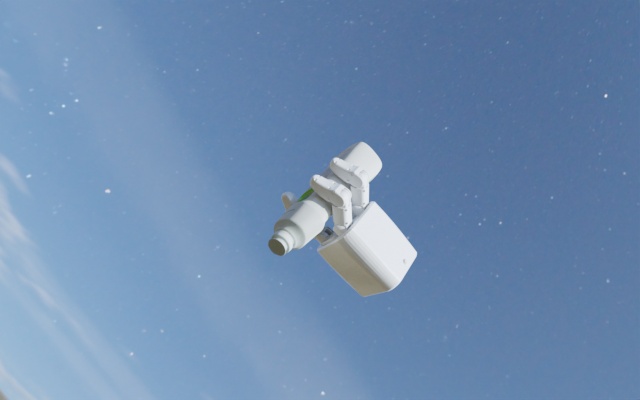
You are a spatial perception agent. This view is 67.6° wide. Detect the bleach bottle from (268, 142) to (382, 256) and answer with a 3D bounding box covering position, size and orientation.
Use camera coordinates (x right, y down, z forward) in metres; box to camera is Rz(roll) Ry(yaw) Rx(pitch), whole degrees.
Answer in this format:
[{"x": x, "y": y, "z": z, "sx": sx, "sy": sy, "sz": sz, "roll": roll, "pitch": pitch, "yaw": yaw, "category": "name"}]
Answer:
[{"x": 0.000, "y": 0.002, "z": 0.723, "sx": 0.103, "sy": 0.068, "sz": 0.250, "roll": -38, "pitch": 5, "yaw": 45, "category": "bleach bottle"}]
